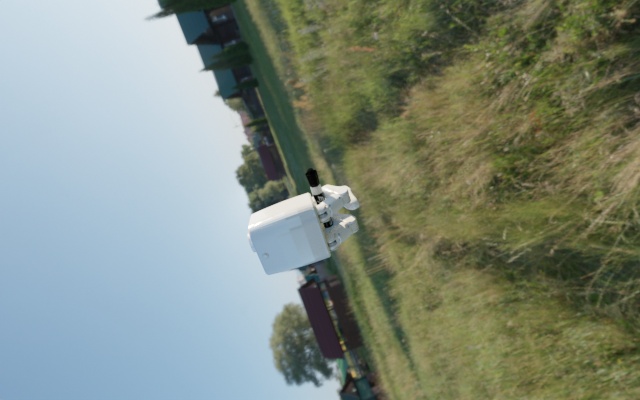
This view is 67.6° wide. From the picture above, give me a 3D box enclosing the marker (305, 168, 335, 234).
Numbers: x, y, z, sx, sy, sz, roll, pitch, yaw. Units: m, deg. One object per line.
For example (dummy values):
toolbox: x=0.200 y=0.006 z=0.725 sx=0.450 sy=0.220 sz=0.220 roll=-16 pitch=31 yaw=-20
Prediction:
marker: x=0.000 y=0.002 z=0.767 sx=0.020 sy=0.121 sz=0.020 roll=-14 pitch=29 yaw=8
